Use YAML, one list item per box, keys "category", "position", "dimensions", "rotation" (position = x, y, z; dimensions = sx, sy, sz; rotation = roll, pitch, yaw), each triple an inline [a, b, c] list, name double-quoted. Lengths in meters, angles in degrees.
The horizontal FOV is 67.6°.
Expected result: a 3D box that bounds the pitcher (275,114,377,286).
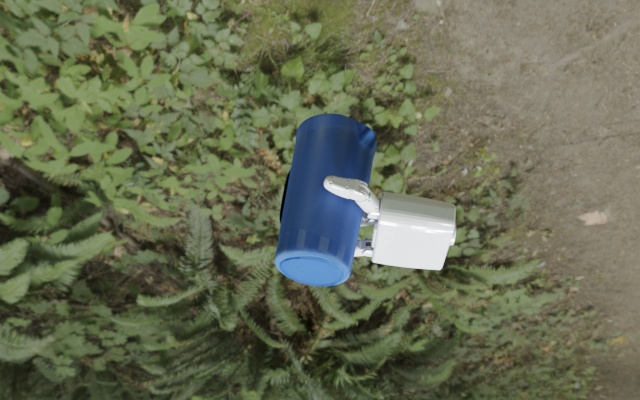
- category: "pitcher"
  position: [0.000, 0.002, 0.727]
  dimensions: [0.145, 0.242, 0.149]
  rotation: [8, -32, 5]
